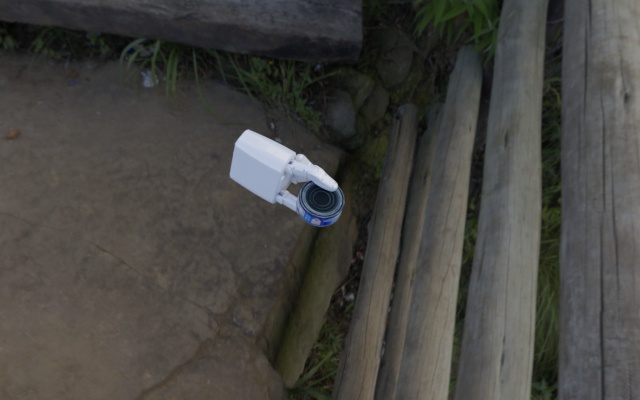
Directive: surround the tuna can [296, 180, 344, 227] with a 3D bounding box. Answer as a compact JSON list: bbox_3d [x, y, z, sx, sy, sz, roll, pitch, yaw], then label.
[{"bbox_3d":[0.000,0.003,0.875,0.086,0.086,0.034,0,-30,-13],"label":"tuna can"}]
